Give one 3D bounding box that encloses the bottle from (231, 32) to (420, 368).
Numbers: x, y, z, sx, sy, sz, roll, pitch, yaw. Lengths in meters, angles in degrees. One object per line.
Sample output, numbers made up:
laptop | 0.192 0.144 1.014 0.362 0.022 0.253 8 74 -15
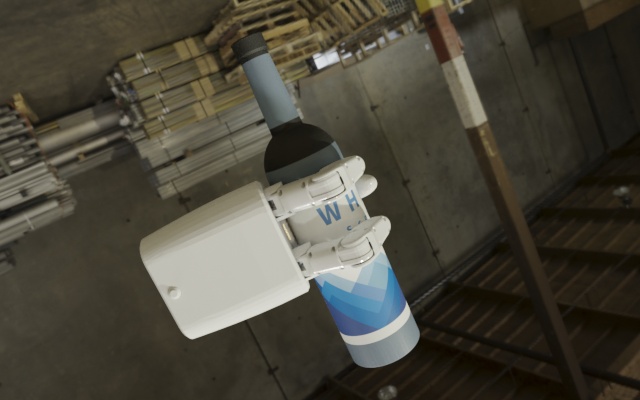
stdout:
bottle | 0.000 0.002 0.412 0.069 0.296 0.069 -24 11 5
